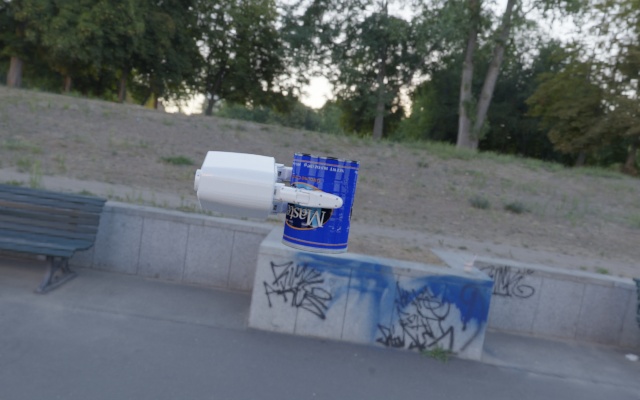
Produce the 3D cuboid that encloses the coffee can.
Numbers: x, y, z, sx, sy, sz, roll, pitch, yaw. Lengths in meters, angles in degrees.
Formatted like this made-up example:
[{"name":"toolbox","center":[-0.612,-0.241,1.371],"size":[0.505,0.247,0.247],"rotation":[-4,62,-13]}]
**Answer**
[{"name":"coffee can","center":[0.000,0.003,0.736],"size":[0.103,0.140,0.103],"rotation":[8,4,-1]}]
